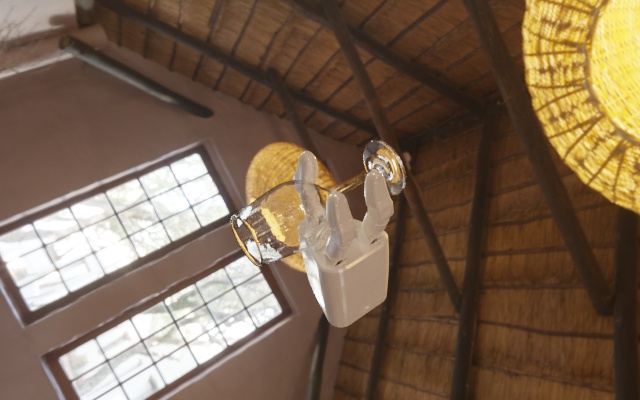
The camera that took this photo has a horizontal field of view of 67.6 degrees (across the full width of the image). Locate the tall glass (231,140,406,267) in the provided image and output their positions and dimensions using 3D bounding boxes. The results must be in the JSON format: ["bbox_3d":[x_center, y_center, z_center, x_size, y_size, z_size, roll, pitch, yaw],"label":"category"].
[{"bbox_3d":[0.001,0.001,0.548,0.201,0.079,0.079,-28,13,-26],"label":"tall glass"}]
